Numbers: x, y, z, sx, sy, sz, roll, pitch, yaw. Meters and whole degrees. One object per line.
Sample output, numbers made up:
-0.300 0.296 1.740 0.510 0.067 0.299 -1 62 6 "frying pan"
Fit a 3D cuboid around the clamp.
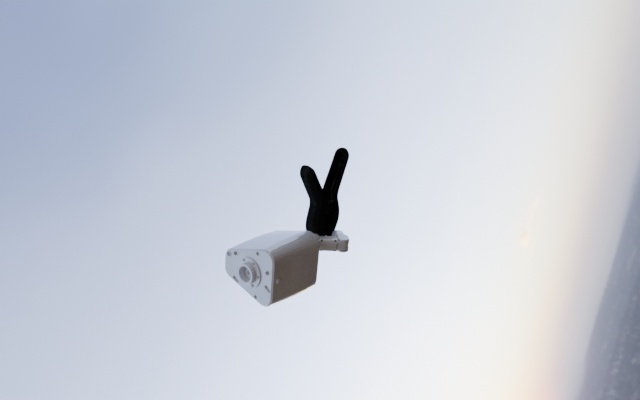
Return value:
0.000 0.003 0.780 0.039 0.171 0.120 18 21 36 "clamp"
